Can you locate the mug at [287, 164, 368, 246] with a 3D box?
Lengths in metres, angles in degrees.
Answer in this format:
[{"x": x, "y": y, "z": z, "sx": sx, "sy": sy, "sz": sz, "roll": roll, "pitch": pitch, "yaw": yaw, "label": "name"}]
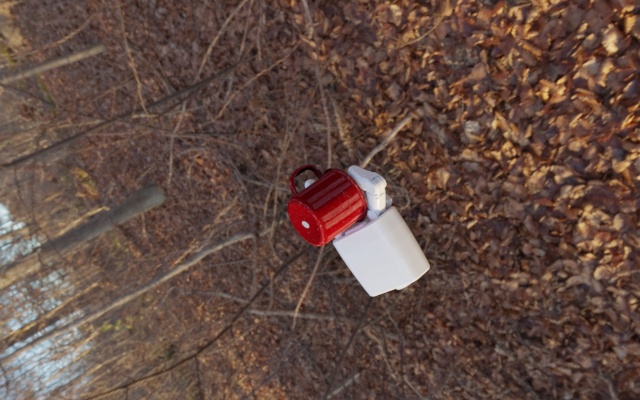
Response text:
[{"x": -0.001, "y": 0.001, "z": 0.686, "sx": 0.081, "sy": 0.117, "sz": 0.093, "roll": -35, "pitch": 1, "yaw": -28, "label": "mug"}]
